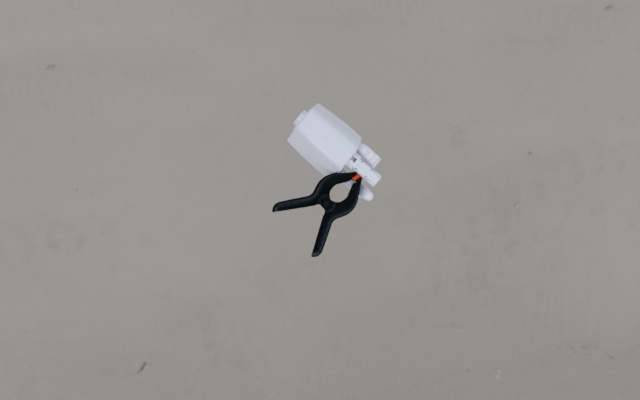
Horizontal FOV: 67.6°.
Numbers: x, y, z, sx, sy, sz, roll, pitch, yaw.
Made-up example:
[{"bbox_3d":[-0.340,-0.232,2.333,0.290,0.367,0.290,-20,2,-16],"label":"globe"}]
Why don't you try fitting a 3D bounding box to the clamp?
[{"bbox_3d":[0.000,0.003,0.857,0.120,0.171,0.039,40,-1,-5],"label":"clamp"}]
